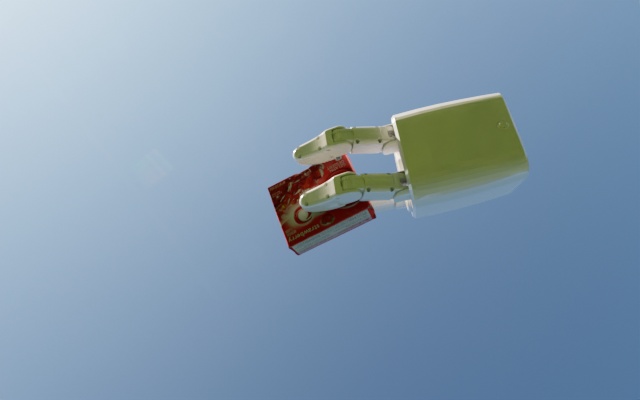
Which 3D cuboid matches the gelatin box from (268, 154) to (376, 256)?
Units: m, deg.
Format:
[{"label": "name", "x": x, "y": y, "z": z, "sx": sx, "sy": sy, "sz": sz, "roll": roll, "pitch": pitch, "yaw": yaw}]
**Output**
[{"label": "gelatin box", "x": 0.000, "y": 0.002, "z": 0.473, "sx": 0.089, "sy": 0.073, "sz": 0.030, "roll": -27, "pitch": -30, "yaw": 6}]
